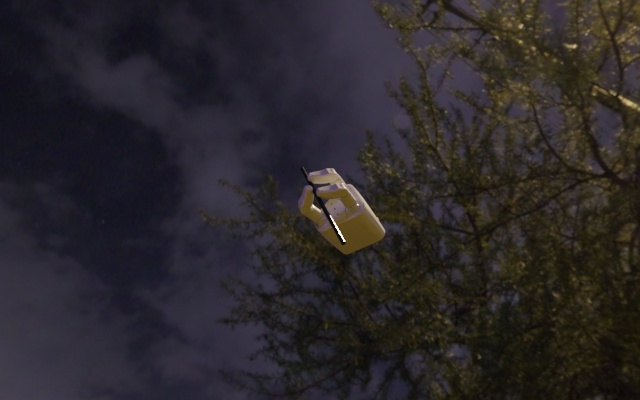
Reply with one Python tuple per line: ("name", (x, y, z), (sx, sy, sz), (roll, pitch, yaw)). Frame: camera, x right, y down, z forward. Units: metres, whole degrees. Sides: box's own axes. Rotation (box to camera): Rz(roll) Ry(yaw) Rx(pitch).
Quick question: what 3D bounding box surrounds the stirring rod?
("stirring rod", (0.000, 0.003, 0.883), (0.011, 0.011, 0.239), (0, 34, -23))
